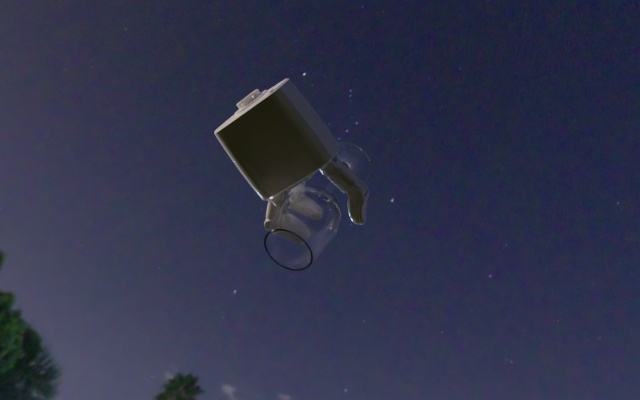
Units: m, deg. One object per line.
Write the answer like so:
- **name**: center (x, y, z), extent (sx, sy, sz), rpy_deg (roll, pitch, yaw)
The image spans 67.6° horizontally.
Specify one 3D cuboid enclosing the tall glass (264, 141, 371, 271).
- **tall glass**: center (0.000, 0.002, 0.619), extent (0.079, 0.079, 0.201), rpy_deg (0, 34, 27)
